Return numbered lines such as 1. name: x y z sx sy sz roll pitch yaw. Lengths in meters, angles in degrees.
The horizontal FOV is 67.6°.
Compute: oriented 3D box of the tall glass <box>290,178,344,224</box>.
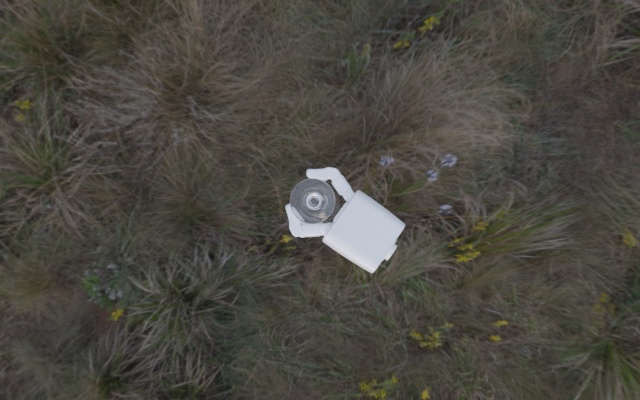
1. tall glass: 0.000 0.003 0.871 0.079 0.079 0.201 0 -1 7
